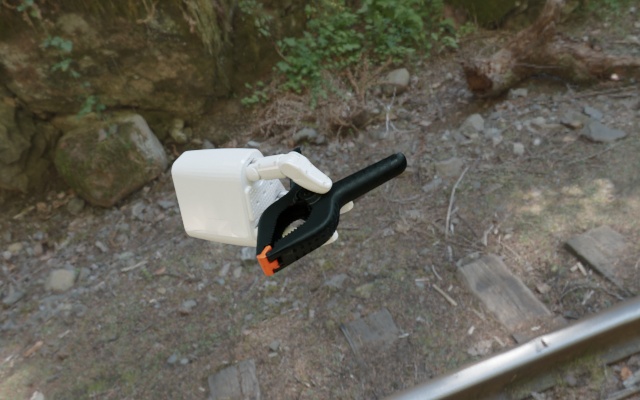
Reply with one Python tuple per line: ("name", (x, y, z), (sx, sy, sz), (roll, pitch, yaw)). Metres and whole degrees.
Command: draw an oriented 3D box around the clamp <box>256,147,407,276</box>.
("clamp", (-0.001, 0.001, 0.546), (0.164, 0.036, 0.210), (1, 40, 28))
